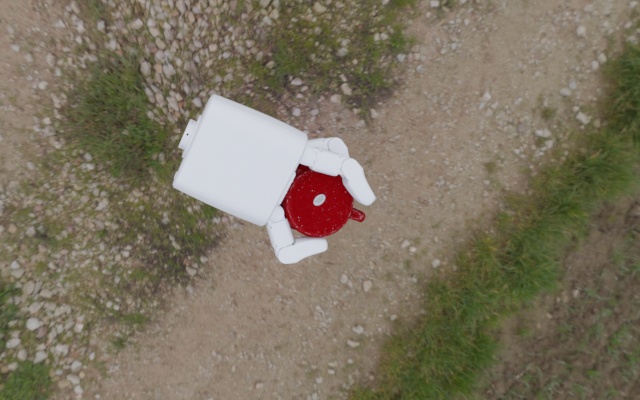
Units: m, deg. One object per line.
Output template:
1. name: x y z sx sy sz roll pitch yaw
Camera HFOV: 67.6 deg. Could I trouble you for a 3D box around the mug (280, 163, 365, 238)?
1. mug: 0.001 0.003 0.570 0.117 0.093 0.081 24 1 -17
